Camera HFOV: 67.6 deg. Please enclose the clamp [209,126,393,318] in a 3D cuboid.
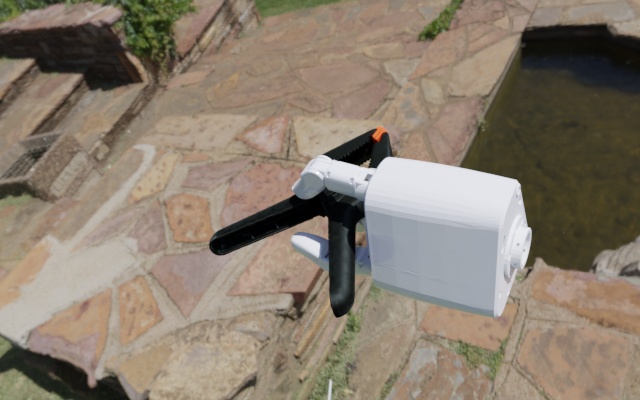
[{"bbox_3d":[0.000,0.001,0.465,0.164,0.210,0.036,13,-37,31],"label":"clamp"}]
